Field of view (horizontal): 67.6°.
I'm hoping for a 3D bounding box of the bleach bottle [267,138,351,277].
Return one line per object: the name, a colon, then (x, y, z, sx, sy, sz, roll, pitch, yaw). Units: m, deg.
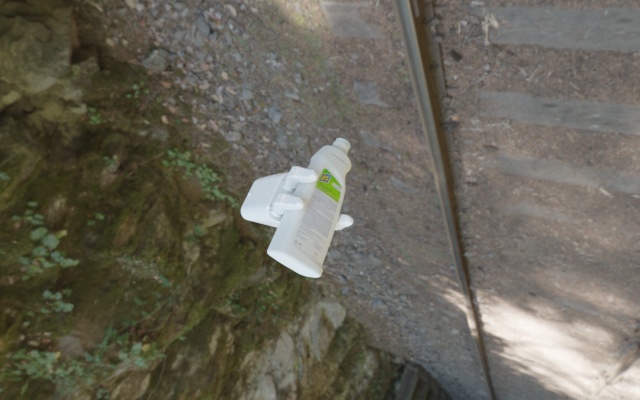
bleach bottle: (0.000, 0.003, 0.854, 0.103, 0.250, 0.068, 37, -24, -30)
